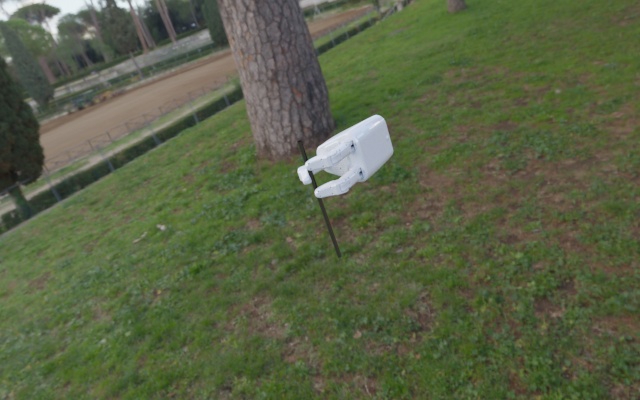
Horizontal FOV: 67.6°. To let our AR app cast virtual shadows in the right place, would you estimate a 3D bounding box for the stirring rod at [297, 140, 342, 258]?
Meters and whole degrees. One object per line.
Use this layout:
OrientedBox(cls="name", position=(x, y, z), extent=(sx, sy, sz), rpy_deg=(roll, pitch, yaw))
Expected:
OrientedBox(cls="stirring rod", position=(0.000, 0.003, 0.871), extent=(0.011, 0.240, 0.011), rpy_deg=(-16, 22, 7))
